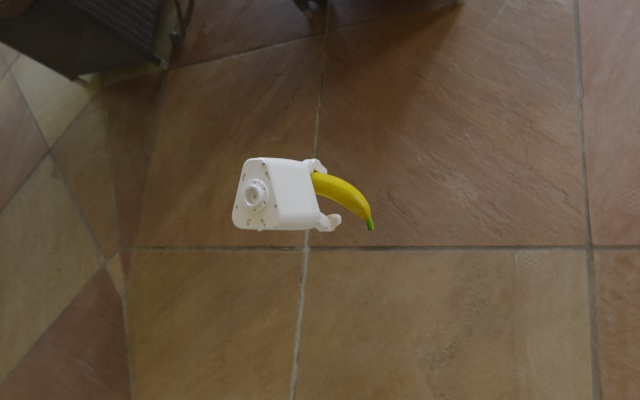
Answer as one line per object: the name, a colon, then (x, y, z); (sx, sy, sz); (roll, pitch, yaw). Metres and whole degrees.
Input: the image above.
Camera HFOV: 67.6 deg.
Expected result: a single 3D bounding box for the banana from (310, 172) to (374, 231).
banana: (0.007, -0.013, 0.820); (0.197, 0.070, 0.037); (24, 24, 23)
